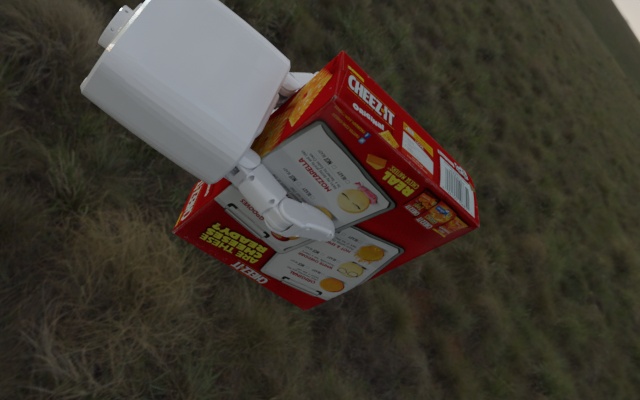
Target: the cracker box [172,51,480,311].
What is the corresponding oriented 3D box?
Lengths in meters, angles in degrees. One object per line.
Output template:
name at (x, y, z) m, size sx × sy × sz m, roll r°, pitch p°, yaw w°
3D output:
cracker box at (0.000, 0.001, 0.421) m, size 0.164 × 0.072 × 0.214 m, roll 37°, pitch -49°, yaw -25°
